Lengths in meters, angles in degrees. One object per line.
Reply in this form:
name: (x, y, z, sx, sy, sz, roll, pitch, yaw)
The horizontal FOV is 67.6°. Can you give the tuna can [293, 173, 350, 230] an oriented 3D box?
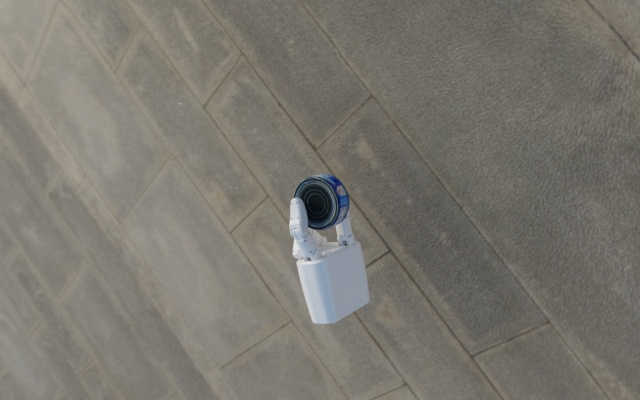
tuna can: (0.000, 0.002, 0.742, 0.086, 0.086, 0.033, 0, 11, 33)
